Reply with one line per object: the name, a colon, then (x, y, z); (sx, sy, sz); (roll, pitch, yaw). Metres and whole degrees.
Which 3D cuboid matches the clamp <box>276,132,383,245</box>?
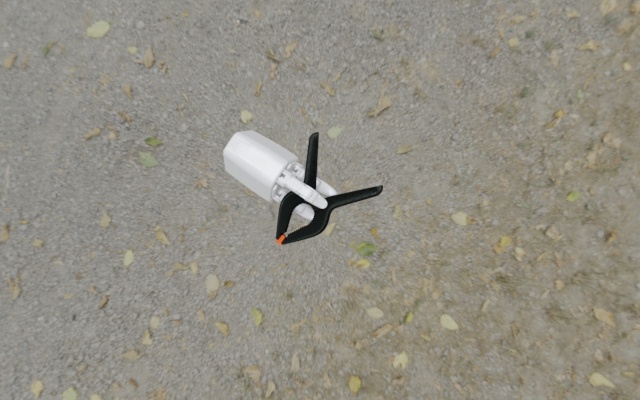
clamp: (0.000, 0.003, 0.863); (0.164, 0.210, 0.036); (33, -2, 6)
